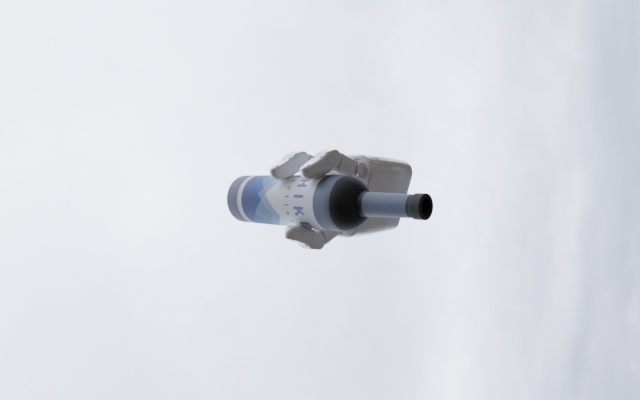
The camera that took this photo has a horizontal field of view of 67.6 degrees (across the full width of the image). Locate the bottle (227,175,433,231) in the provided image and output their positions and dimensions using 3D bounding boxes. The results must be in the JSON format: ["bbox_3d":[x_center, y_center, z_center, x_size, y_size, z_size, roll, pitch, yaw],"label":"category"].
[{"bbox_3d":[0.000,0.002,0.582,0.295,0.069,0.069,2,2,43],"label":"bottle"}]
